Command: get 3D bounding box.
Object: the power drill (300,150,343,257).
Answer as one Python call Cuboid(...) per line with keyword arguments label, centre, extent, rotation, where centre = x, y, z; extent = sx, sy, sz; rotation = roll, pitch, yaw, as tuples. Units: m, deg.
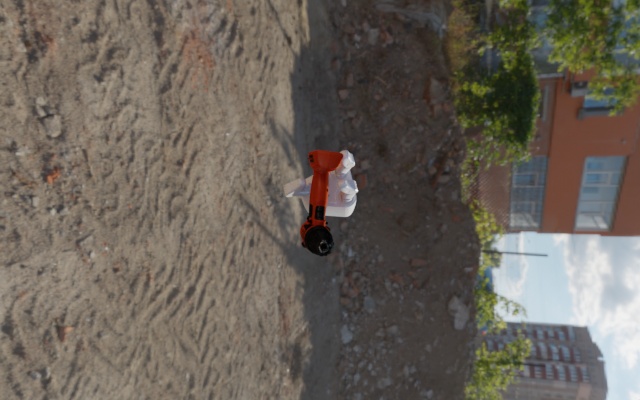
Cuboid(label="power drill", centre=(0.000, 0.002, 0.882), extent=(0.057, 0.187, 0.184), rotation=(8, 4, -11))
